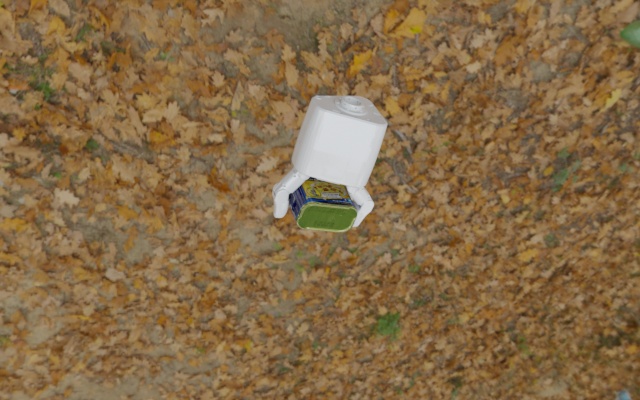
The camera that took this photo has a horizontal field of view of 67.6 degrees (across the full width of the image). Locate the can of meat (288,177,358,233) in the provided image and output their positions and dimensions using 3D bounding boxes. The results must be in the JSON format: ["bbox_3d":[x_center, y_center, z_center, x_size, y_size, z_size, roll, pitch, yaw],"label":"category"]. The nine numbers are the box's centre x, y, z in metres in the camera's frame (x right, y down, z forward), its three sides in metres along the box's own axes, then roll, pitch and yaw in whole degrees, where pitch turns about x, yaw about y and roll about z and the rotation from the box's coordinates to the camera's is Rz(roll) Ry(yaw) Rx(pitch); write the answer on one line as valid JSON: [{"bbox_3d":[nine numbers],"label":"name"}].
[{"bbox_3d":[0.000,0.003,0.753,0.102,0.057,0.084,6,35,-25],"label":"can of meat"}]
